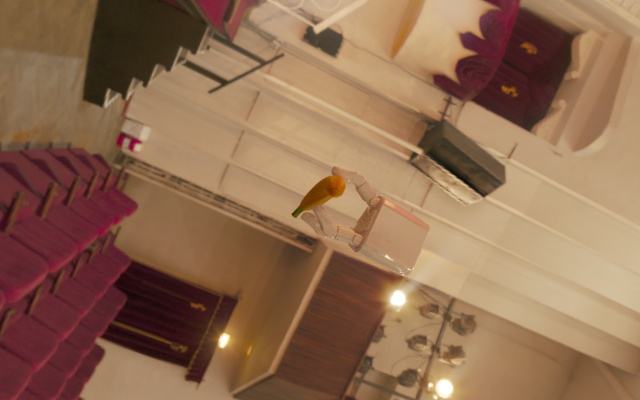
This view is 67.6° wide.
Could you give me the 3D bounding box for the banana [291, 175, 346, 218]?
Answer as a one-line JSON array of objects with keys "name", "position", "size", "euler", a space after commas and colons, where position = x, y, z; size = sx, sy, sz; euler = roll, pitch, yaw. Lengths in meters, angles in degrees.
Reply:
[{"name": "banana", "position": [0.008, -0.011, 0.840], "size": [0.037, 0.069, 0.198], "euler": [35, -24, -10]}]
